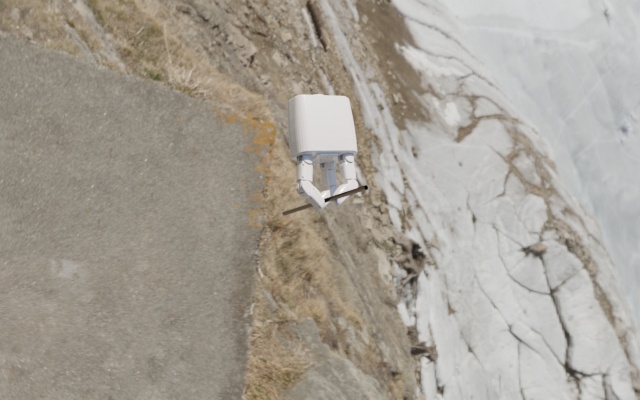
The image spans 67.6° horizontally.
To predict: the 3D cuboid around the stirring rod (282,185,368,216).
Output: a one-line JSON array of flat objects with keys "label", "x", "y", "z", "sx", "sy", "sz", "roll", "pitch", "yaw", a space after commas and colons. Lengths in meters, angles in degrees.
[{"label": "stirring rod", "x": 0.000, "y": 0.003, "z": 0.837, "sx": 0.011, "sy": 0.011, "sz": 0.239, "roll": 0, "pitch": -11, "yaw": -37}]
